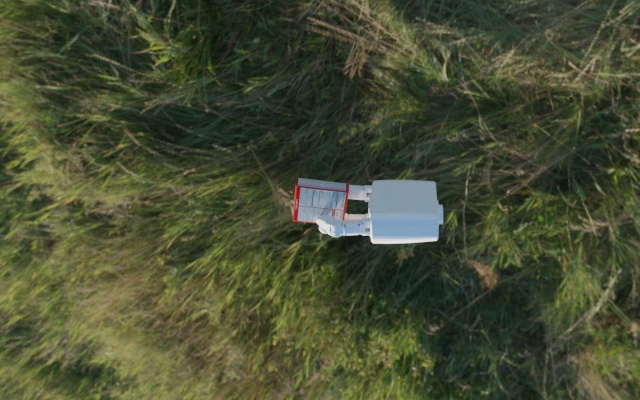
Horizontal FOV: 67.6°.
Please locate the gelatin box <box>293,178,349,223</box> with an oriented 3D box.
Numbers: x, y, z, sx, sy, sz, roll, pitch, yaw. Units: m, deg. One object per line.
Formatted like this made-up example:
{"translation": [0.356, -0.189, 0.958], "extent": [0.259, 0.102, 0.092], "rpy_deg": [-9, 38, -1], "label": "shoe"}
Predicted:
{"translation": [0.000, 0.003, 0.807], "extent": [0.089, 0.073, 0.030], "rpy_deg": [6, 35, -2], "label": "gelatin box"}
